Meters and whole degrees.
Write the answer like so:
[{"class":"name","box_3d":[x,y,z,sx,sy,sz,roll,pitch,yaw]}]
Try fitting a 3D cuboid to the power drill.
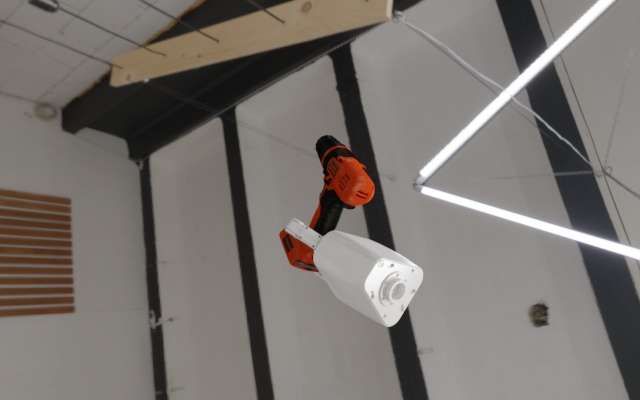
[{"class":"power drill","box_3d":[0.000,0.003,0.750,0.057,0.188,0.184,17,23,-25]}]
